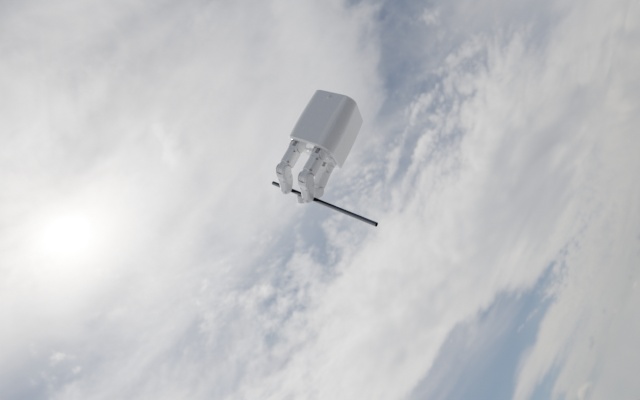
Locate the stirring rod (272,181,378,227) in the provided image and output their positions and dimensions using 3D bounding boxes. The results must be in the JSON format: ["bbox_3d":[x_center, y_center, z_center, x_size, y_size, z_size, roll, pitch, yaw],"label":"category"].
[{"bbox_3d":[0.000,0.003,0.838,0.239,0.011,0.011,22,13,36],"label":"stirring rod"}]
